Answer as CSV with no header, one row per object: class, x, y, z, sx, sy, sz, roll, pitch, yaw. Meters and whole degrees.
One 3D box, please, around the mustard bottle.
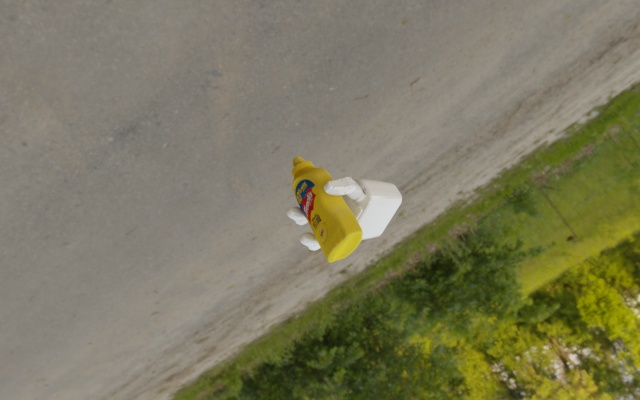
mustard bottle,0.000,0.003,0.814,0.058,0.191,0.096,-15,-27,-27
